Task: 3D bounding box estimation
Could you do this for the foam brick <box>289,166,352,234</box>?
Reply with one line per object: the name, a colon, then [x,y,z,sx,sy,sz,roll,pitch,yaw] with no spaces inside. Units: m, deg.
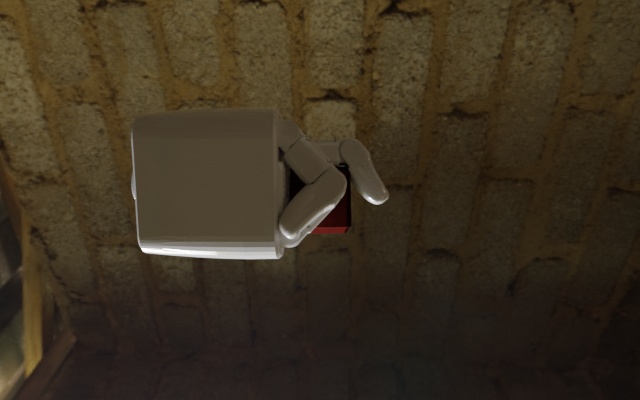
foam brick: [0.000,0.002,0.429,0.051,0.053,0.078,-1,-8,1]
